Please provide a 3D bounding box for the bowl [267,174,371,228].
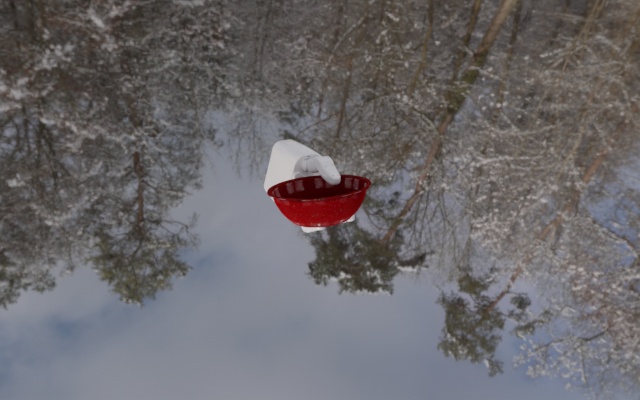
[{"bbox_3d":[0.000,0.003,0.742,0.162,0.055,0.162,-5,14,1],"label":"bowl"}]
